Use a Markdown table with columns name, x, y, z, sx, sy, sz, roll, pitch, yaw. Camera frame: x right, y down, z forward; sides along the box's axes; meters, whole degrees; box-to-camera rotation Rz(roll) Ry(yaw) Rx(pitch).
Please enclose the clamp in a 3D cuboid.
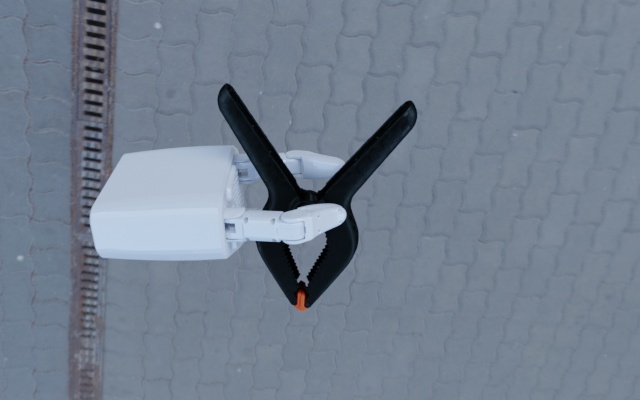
| name | x | y | z | sx | sy | sz | roll | pitch | yaw |
| --- | --- | --- | --- | --- | --- | --- | --- | --- | --- |
| clamp | 0.000 | 0.002 | 0.424 | 0.164 | 0.210 | 0.036 | -1 | 20 | 3 |
